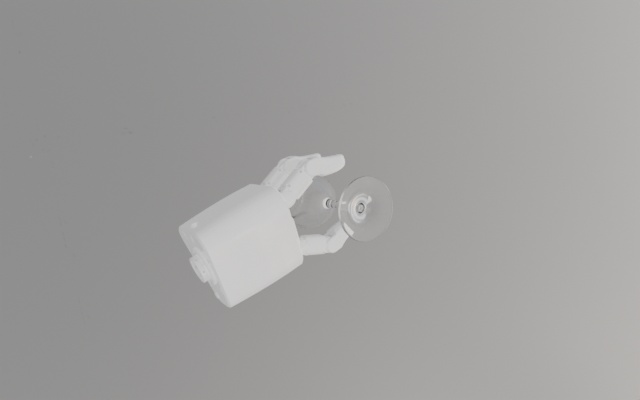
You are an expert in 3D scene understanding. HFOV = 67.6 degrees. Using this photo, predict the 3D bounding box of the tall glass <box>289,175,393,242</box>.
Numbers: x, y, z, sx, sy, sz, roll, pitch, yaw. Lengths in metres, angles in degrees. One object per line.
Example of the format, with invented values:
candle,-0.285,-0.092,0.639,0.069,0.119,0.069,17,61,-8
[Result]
tall glass,0.001,0.002,0.617,0.079,0.079,0.201,0,5,-31
